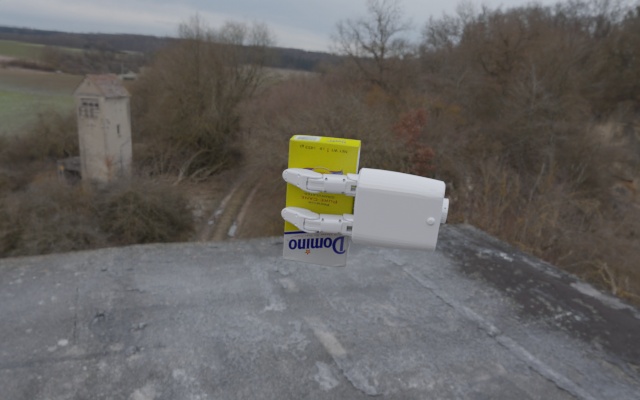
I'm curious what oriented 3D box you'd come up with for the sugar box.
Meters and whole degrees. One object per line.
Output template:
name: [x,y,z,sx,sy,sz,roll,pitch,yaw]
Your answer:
sugar box: [0.000,0.002,0.657,0.093,0.176,0.048,7,18,7]
